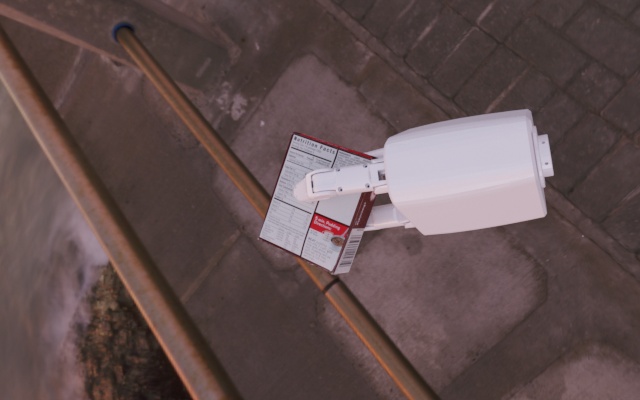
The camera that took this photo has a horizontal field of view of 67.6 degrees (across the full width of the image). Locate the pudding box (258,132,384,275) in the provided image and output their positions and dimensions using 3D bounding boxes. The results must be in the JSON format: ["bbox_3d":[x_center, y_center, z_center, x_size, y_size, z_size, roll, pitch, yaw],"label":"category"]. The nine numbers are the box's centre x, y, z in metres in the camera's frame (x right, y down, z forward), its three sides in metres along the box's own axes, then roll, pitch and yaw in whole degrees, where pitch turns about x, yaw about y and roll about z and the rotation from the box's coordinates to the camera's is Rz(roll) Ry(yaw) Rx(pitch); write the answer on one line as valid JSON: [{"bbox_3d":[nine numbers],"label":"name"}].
[{"bbox_3d":[0.000,0.001,0.450,0.090,0.113,0.039,22,6,25],"label":"pudding box"}]
